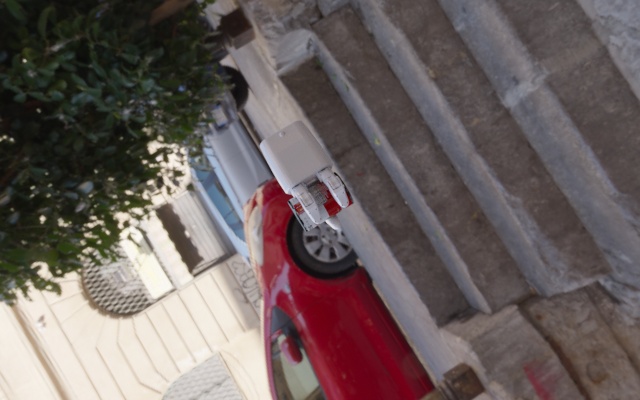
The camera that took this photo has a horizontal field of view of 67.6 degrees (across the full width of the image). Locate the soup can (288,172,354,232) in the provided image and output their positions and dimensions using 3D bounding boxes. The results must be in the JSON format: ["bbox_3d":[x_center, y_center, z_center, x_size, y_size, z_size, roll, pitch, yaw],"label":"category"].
[{"bbox_3d":[0.000,0.003,0.866,0.102,0.068,0.068,-31,3,-5],"label":"soup can"}]
